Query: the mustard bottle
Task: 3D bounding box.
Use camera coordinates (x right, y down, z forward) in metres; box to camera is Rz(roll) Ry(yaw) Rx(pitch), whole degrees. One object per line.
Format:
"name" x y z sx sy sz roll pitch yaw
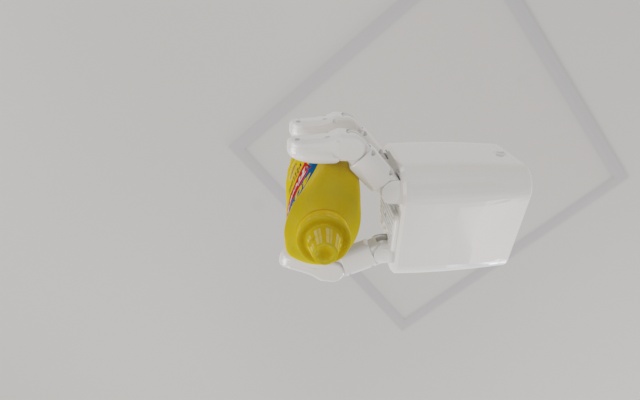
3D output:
"mustard bottle" 0.000 0.001 0.421 0.058 0.096 0.191 21 20 -11
